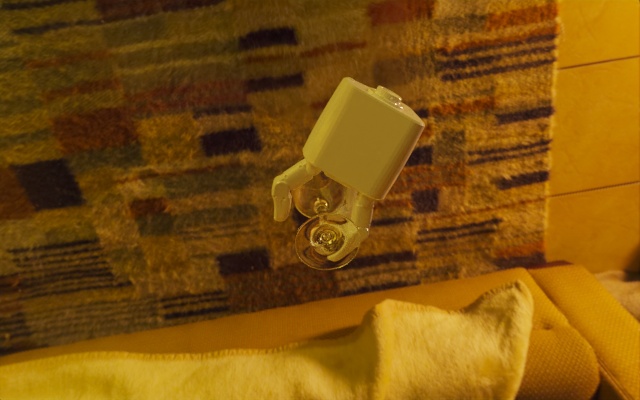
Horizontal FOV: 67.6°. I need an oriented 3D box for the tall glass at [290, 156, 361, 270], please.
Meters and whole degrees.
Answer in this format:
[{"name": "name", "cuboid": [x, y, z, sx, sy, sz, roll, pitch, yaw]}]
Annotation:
[{"name": "tall glass", "cuboid": [0.000, 0.002, 0.619, 0.079, 0.079, 0.201, 0, 27, -6]}]
